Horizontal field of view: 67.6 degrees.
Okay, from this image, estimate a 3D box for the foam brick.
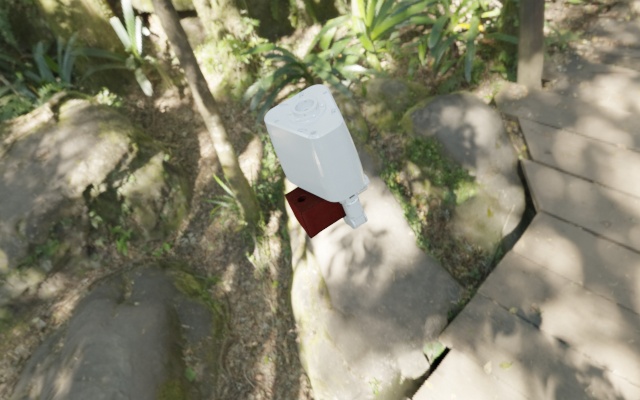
[{"bbox_3d":[0.000,0.002,0.654,0.078,0.051,0.053,-33,44,-11],"label":"foam brick"}]
